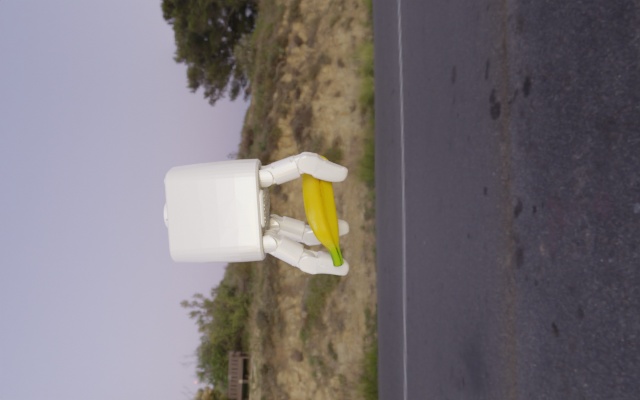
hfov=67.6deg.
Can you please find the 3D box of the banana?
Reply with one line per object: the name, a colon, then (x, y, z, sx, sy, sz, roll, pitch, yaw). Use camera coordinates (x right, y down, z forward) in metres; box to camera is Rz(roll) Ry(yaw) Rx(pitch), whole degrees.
banana: (-0.002, -0.010, 0.591, 0.037, 0.070, 0.197, -8, 40, 1)
